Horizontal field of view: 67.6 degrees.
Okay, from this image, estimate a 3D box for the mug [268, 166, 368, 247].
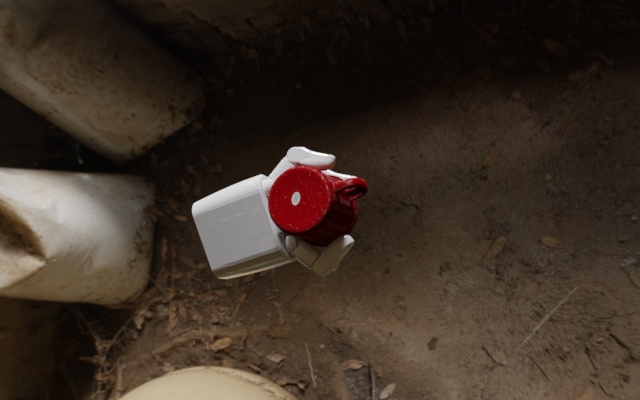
[{"bbox_3d":[0.001,0.001,0.568,0.117,0.093,0.081,-20,-17,18],"label":"mug"}]
